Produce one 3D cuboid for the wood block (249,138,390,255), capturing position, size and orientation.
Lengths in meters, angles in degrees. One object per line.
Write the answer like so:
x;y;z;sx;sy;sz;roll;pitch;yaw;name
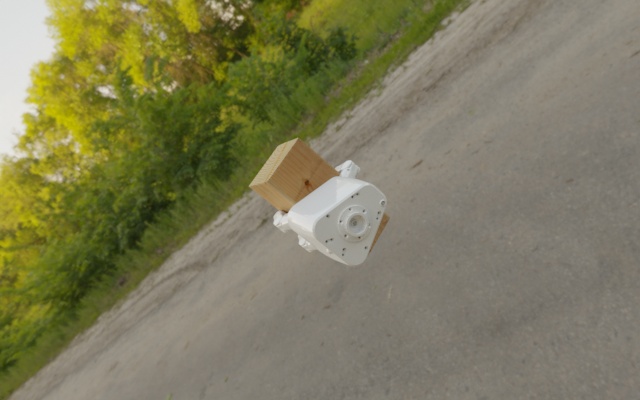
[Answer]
0.000;0.002;0.783;0.206;0.090;0.090;40;-19;-19;wood block
